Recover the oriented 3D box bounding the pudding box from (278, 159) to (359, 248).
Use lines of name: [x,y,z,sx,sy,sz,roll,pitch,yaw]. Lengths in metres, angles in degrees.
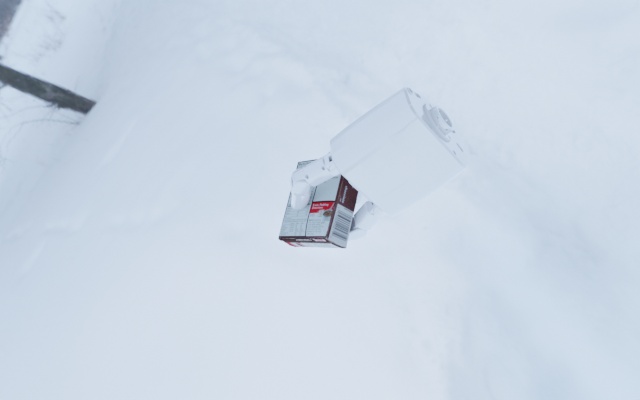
pudding box: [0.000,0.002,0.601,0.090,0.113,0.039,-4,-26,45]
